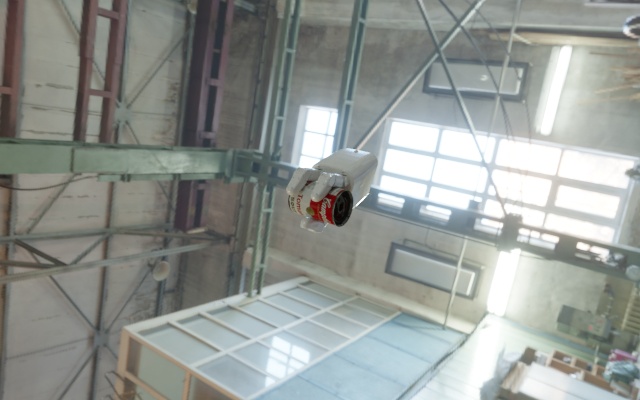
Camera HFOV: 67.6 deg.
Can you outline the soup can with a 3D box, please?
[{"bbox_3d":[0.000,0.003,0.880,0.102,0.068,0.068,16,8,31],"label":"soup can"}]
